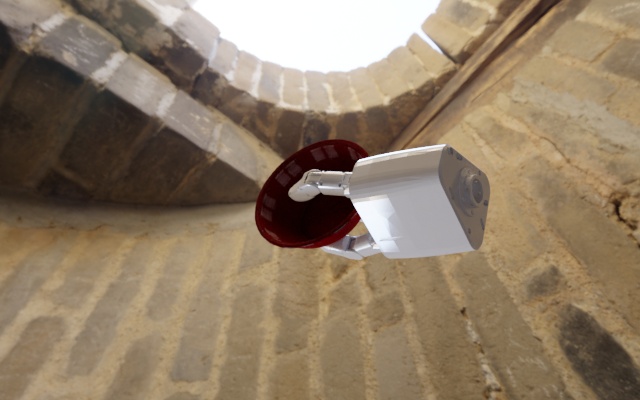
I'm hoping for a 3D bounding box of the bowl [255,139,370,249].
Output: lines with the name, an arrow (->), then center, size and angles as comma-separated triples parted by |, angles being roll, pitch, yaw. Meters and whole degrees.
bowl -> -0.001, 0.002, 0.593 | 0.162, 0.162, 0.055 | 0, -35, 34
